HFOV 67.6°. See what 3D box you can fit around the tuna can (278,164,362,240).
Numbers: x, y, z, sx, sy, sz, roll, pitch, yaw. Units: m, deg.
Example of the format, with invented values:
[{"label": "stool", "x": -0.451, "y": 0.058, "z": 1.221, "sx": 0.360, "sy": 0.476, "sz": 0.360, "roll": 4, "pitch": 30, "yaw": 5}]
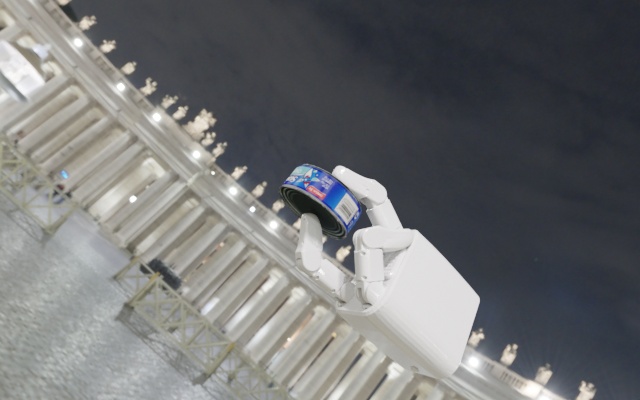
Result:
[{"label": "tuna can", "x": 0.000, "y": 0.001, "z": 0.499, "sx": 0.086, "sy": 0.033, "sz": 0.086, "roll": 33, "pitch": -19, "yaw": 13}]
